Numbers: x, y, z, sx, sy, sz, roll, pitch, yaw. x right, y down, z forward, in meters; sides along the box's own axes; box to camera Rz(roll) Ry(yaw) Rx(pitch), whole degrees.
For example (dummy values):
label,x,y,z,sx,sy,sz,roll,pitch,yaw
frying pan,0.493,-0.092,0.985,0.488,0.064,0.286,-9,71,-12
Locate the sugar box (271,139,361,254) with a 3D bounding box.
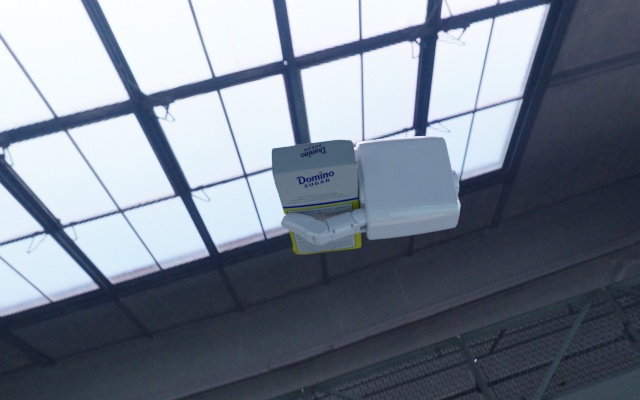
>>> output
label,x,y,z,sx,sy,sz,roll,pitch,yaw
sugar box,0.000,0.002,0.585,0.093,0.048,0.176,-7,-39,1
